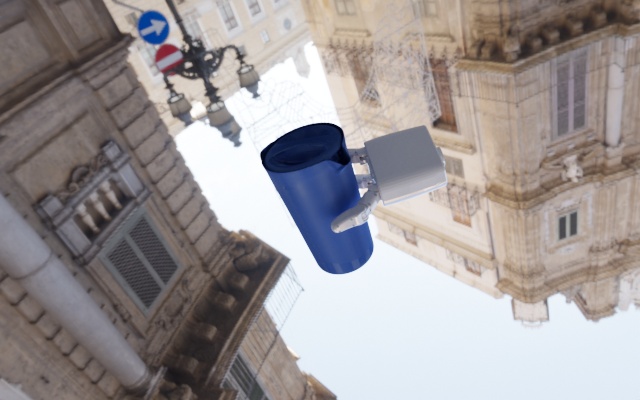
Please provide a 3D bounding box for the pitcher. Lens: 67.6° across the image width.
[{"bbox_3d":[0.000,0.003,0.789,0.145,0.243,0.149,-19,35,4],"label":"pitcher"}]
